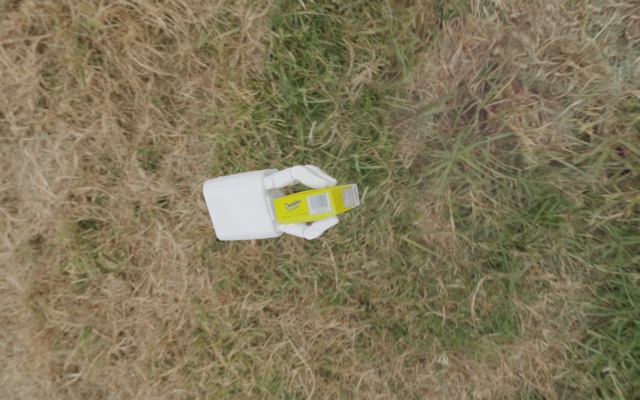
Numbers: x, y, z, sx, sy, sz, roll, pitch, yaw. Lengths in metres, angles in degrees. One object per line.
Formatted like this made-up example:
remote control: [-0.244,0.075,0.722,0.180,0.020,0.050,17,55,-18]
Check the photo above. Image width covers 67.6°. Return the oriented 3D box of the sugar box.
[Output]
sugar box: [0.000,0.002,0.777,0.093,0.048,0.176,-9,5,16]
